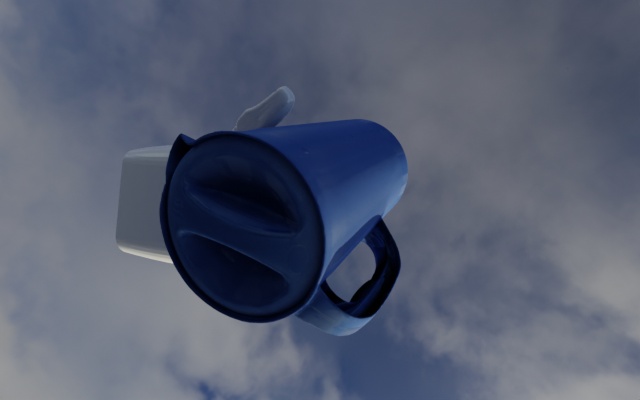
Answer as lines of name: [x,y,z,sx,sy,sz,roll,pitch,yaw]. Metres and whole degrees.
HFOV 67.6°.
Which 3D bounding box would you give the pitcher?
pitcher: [0.000,0.001,0.414,0.145,0.149,0.242,1,14,27]
